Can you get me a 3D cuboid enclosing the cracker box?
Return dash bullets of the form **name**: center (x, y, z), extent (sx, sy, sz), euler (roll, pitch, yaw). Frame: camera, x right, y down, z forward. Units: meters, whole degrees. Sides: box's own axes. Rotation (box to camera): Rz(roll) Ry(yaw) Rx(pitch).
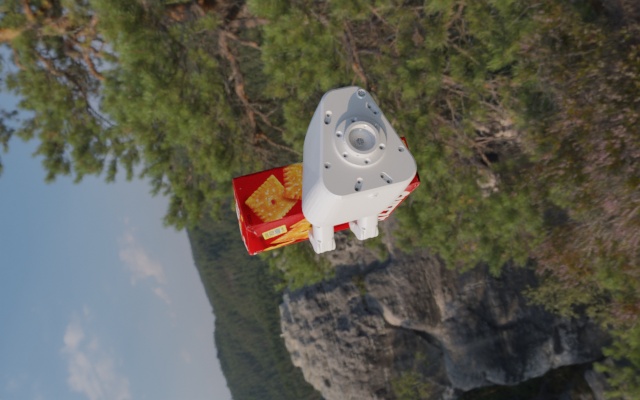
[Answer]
- **cracker box**: center (0.000, 0.002, 0.620), extent (0.213, 0.072, 0.164), euler (-14, -15, -12)
